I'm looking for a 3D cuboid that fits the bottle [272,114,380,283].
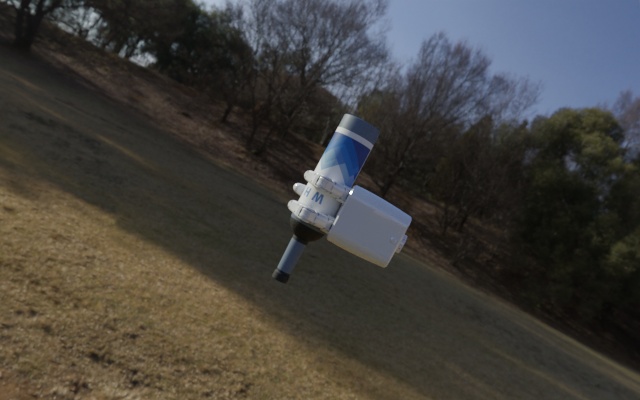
[{"bbox_3d":[0.000,0.002,0.793,0.069,0.296,0.069,28,2,-1],"label":"bottle"}]
